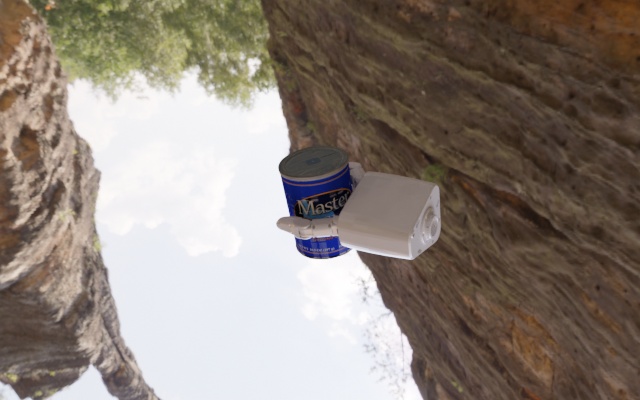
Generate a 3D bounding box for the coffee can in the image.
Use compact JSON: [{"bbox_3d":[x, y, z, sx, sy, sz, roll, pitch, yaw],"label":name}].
[{"bbox_3d":[0.000,0.002,0.717,0.103,0.140,0.102,-8,29,4],"label":"coffee can"}]
